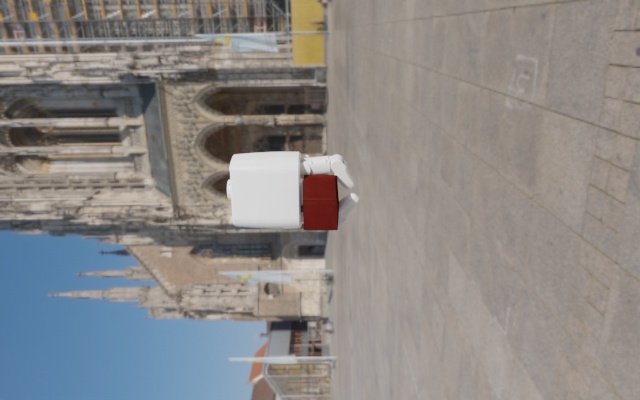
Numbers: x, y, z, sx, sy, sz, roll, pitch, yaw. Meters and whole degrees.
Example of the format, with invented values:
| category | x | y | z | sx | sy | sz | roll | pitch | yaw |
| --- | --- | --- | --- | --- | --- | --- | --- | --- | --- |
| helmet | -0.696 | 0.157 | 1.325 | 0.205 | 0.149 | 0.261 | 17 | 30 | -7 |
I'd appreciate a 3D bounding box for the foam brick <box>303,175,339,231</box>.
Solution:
| category | x | y | z | sx | sy | sz | roll | pitch | yaw |
| --- | --- | --- | --- | --- | --- | --- | --- | --- | --- |
| foam brick | 0.000 | 0.002 | 0.706 | 0.051 | 0.053 | 0.078 | 0 | 31 | -1 |
